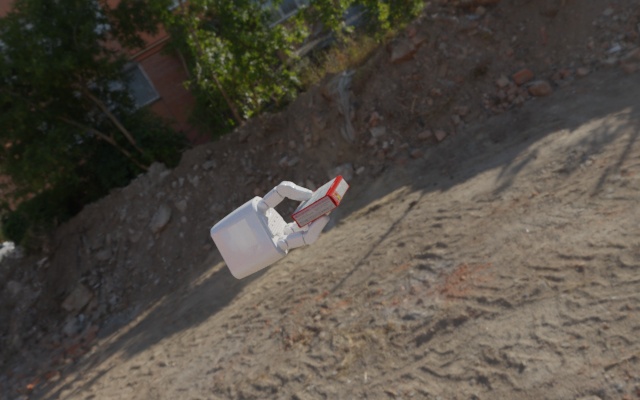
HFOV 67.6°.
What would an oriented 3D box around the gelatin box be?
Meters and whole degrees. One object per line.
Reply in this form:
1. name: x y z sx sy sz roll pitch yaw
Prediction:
1. gelatin box: 0.000 0.002 0.815 0.089 0.030 0.073 -32 13 32
